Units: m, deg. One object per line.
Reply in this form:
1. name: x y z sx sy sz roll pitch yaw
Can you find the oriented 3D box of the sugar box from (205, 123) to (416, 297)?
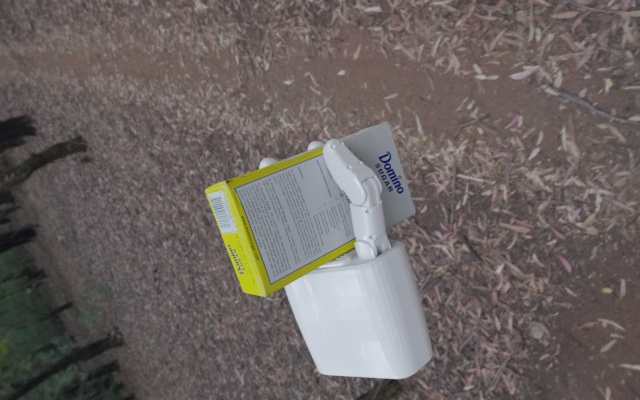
1. sugar box: 0.000 0.002 0.414 0.176 0.093 0.048 -24 10 -36
